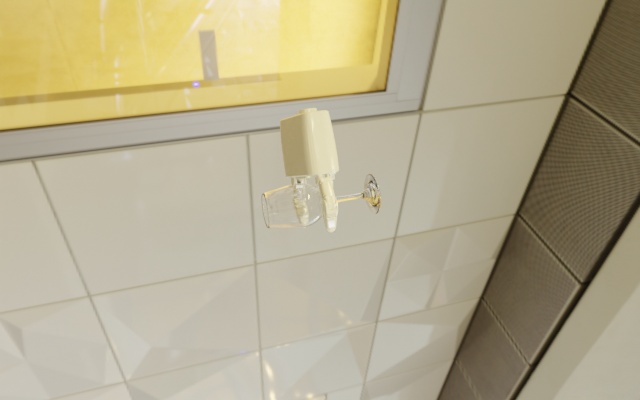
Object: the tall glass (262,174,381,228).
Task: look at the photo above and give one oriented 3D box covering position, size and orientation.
[{"bbox_3d":[0.001,0.003,0.844,0.201,0.079,0.079,-9,2,-15],"label":"tall glass"}]
